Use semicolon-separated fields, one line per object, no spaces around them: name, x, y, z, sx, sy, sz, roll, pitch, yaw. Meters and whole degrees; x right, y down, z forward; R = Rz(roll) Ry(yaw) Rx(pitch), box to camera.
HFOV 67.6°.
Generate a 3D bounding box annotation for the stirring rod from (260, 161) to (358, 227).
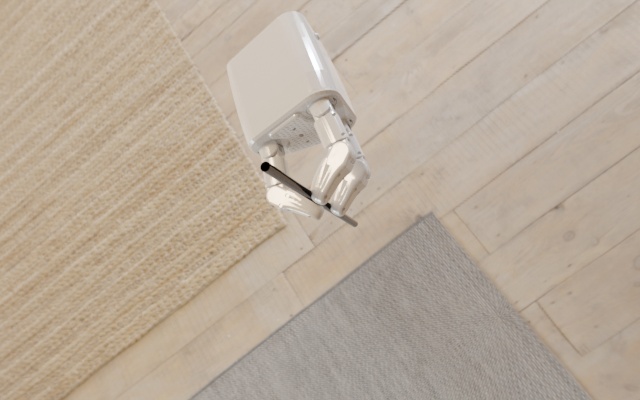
stirring rod;0.000;0.002;0.463;0.011;0.011;0.239;0;-13;20
